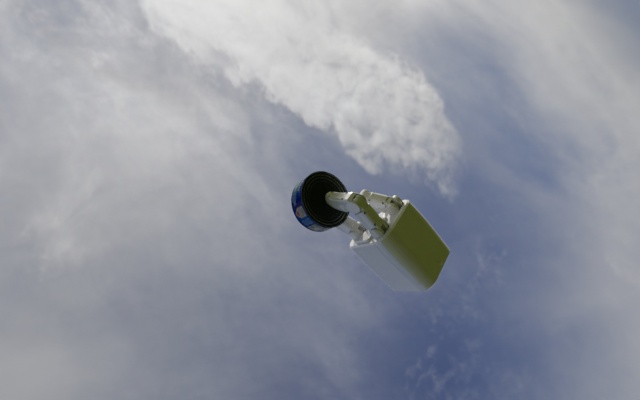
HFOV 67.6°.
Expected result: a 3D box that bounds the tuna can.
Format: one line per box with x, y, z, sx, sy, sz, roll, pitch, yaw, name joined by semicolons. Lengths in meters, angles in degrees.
0.000;0.002;0.704;0.086;0.086;0.034;0;-17;-35;tuna can
